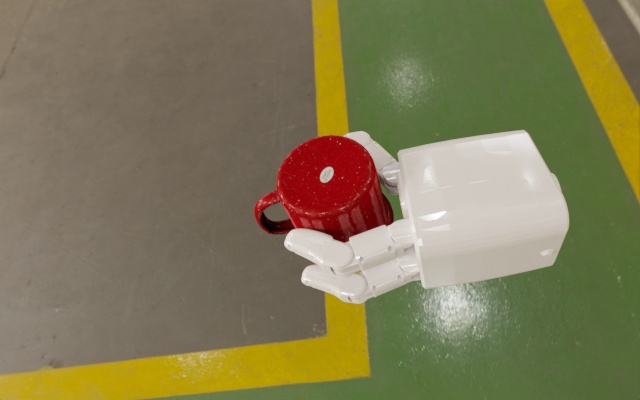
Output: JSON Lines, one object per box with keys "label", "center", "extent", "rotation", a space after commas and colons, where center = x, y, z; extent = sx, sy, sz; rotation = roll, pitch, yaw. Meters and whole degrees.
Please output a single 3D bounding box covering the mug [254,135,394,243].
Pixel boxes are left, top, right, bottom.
{"label": "mug", "center": [-0.001, 0.001, 0.410], "extent": [0.117, 0.093, 0.081], "rotation": [-12, -34, 9]}
